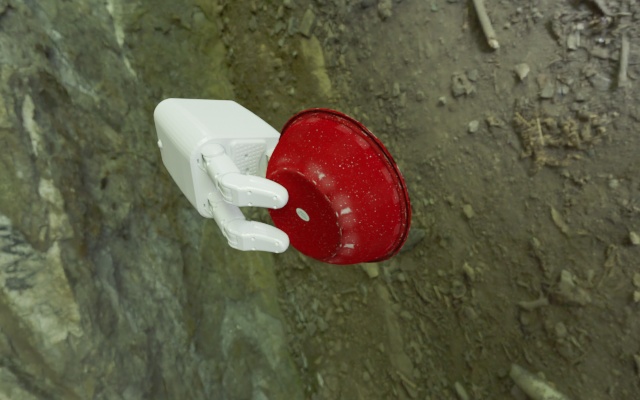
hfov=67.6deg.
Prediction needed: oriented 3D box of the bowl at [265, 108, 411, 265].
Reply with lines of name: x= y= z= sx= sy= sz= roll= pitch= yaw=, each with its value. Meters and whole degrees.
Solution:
bowl: x=0.001 y=0.002 z=0.435 sx=0.162 sy=0.162 sz=0.055 roll=0 pitch=27 yaw=47
